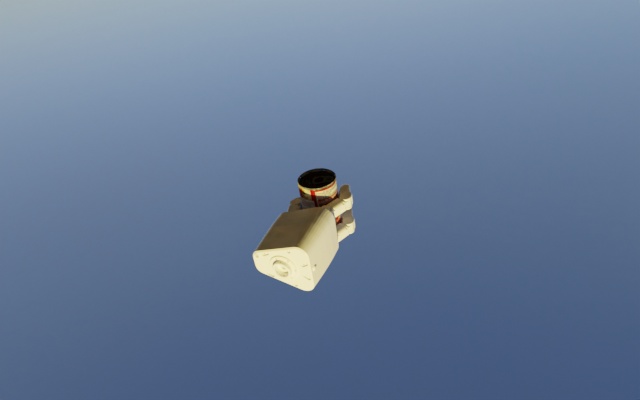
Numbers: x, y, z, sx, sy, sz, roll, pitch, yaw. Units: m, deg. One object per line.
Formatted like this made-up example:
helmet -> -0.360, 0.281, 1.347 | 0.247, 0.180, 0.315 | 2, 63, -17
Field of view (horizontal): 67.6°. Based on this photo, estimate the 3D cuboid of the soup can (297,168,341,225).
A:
soup can -> 0.000, 0.003, 0.857 | 0.068, 0.102, 0.068 | -6, 34, 4
